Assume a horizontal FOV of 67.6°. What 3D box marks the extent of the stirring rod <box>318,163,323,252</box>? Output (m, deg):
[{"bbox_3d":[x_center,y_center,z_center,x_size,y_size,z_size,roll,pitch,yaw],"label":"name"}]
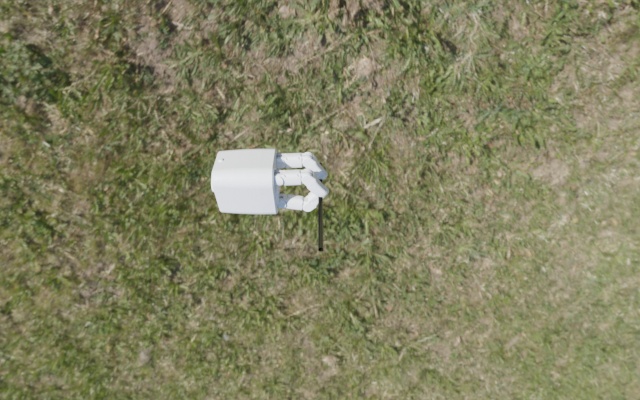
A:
[{"bbox_3d":[0.000,0.003,0.823,0.011,0.011,0.239,0,37,0],"label":"stirring rod"}]
